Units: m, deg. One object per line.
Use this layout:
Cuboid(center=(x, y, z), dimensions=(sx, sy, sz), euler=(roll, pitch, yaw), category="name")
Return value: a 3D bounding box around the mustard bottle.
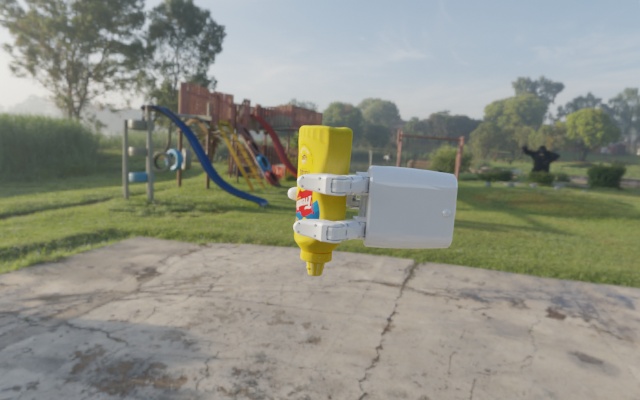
Cuboid(center=(0.000, 0.002, 0.611), dimensions=(0.058, 0.191, 0.096), euler=(0, 8, -25), category="mustard bottle")
